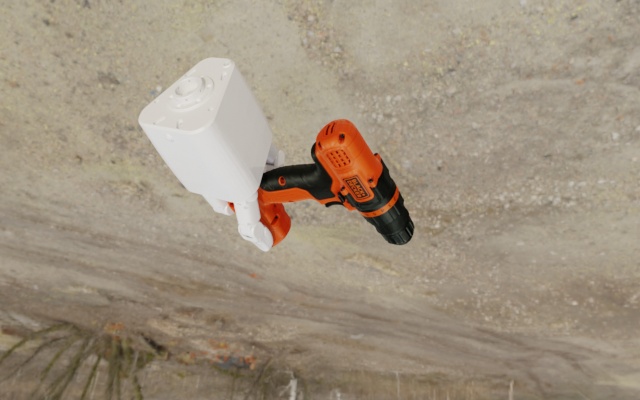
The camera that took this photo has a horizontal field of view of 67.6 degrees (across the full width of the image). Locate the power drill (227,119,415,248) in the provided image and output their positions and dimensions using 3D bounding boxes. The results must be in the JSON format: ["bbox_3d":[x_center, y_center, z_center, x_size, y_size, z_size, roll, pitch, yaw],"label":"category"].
[{"bbox_3d":[0.000,0.002,0.567,0.188,0.057,0.184,-16,-52,28],"label":"power drill"}]
